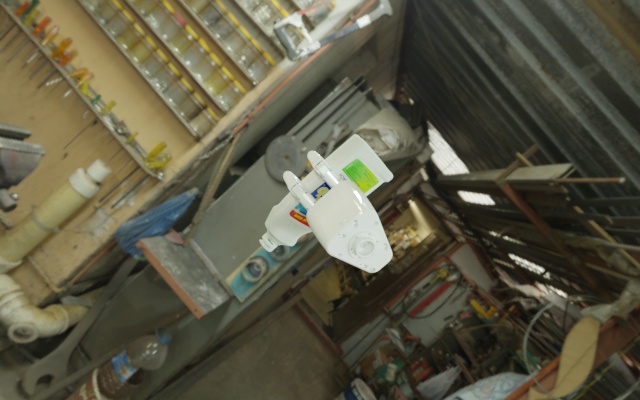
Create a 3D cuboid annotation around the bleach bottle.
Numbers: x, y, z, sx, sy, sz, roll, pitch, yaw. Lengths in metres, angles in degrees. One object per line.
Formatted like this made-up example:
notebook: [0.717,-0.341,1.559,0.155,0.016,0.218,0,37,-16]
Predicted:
bleach bottle: [0.000,0.003,0.837,0.103,0.251,0.068,46,6,-28]
